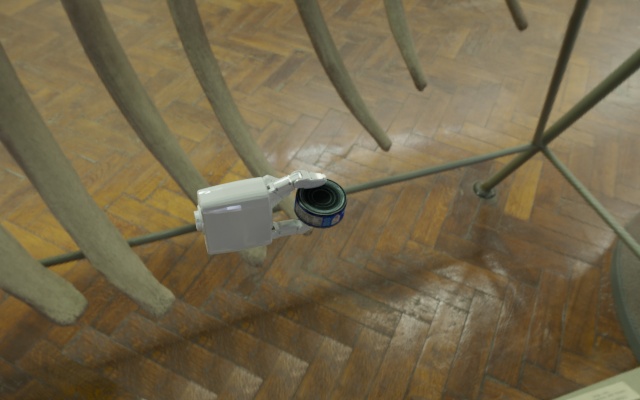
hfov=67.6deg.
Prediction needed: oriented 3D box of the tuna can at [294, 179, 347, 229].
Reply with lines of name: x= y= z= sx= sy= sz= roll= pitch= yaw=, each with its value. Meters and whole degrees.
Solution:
tuna can: x=0.000 y=0.002 z=0.782 sx=0.086 sy=0.086 sz=0.034 roll=0 pitch=-42 yaw=-11
